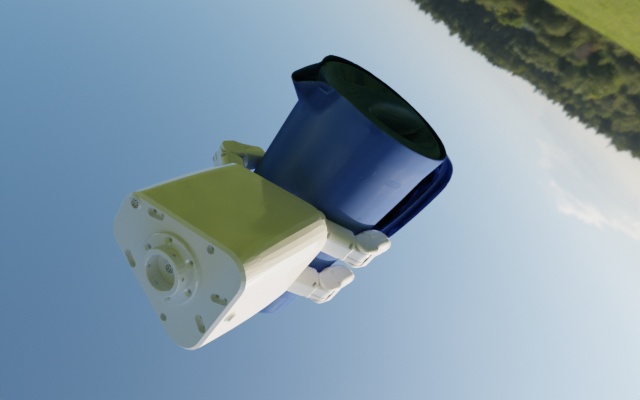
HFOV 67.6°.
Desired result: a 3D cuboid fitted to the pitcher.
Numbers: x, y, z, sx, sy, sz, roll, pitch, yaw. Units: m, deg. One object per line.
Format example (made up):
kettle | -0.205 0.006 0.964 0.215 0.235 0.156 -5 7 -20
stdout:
pitcher | 0.000 0.002 0.460 0.243 0.149 0.145 -50 -11 28
